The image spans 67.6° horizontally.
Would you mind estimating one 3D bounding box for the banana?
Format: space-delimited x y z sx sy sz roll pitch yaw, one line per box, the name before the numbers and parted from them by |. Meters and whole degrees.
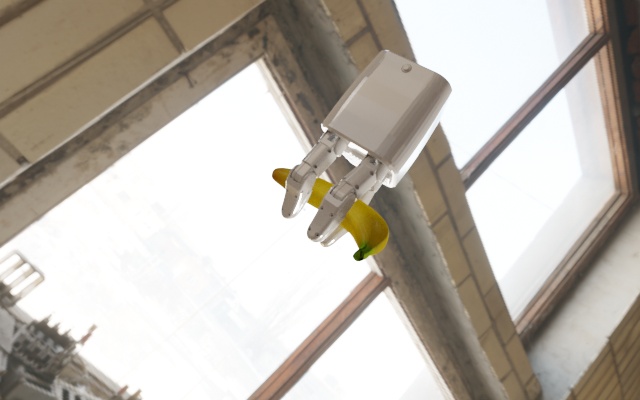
banana | 0.016 0.007 0.520 0.069 0.037 0.197 15 15 -38
